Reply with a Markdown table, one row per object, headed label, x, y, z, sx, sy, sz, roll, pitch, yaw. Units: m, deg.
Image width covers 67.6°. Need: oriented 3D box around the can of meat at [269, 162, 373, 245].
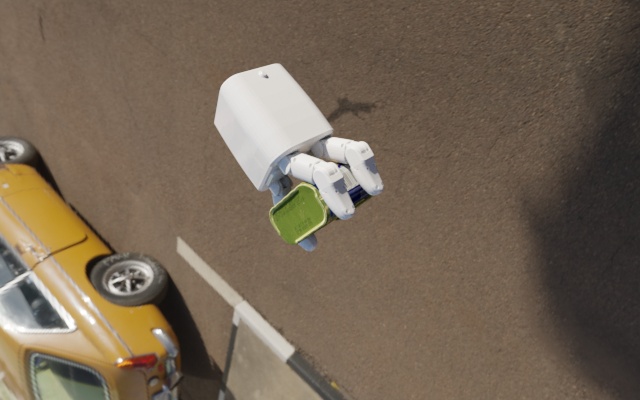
| label | x | y | z | sx | sy | sz | roll | pitch | yaw |
| --- | --- | --- | --- | --- | --- | --- | --- | --- | --- |
| can of meat | 0.000 | 0.002 | 0.552 | 0.084 | 0.057 | 0.102 | -30 | -5 | -41 |
